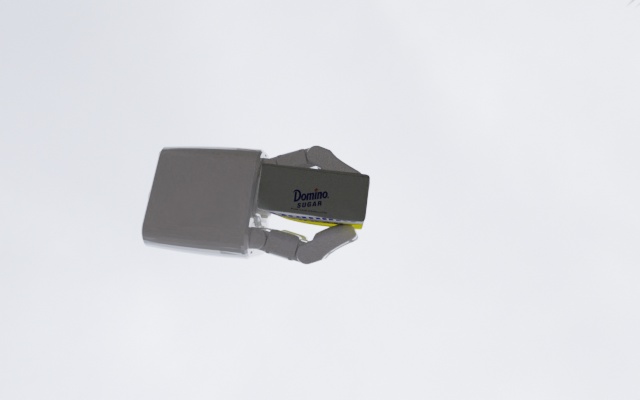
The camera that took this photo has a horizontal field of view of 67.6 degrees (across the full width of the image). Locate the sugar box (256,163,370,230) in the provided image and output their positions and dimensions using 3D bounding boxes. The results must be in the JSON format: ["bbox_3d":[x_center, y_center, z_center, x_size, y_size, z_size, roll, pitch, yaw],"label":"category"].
[{"bbox_3d":[0.000,0.002,0.474,0.093,0.048,0.176,7,-2,6],"label":"sugar box"}]
